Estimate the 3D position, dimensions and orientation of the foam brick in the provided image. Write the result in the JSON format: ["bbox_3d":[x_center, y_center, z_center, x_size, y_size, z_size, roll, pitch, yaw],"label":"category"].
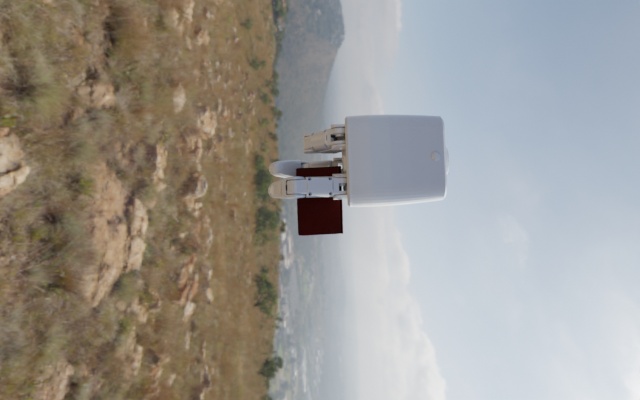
[{"bbox_3d":[0.000,0.002,0.553,0.051,0.078,0.053,-2,-2,2],"label":"foam brick"}]
